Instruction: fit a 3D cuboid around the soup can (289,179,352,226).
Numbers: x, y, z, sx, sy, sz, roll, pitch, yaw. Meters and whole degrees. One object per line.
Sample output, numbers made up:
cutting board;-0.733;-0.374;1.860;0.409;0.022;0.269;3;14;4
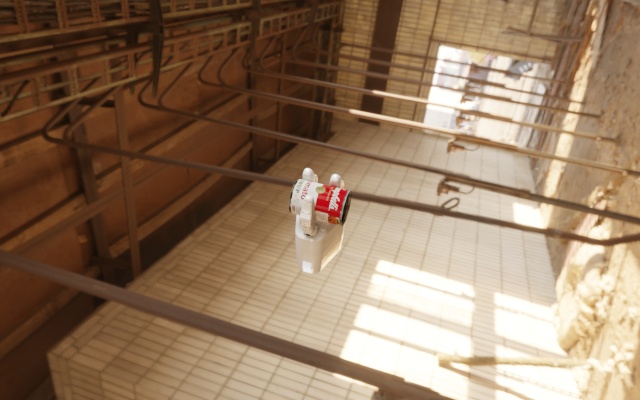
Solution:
soup can;0.000;0.003;0.888;0.102;0.068;0.068;14;3;13
